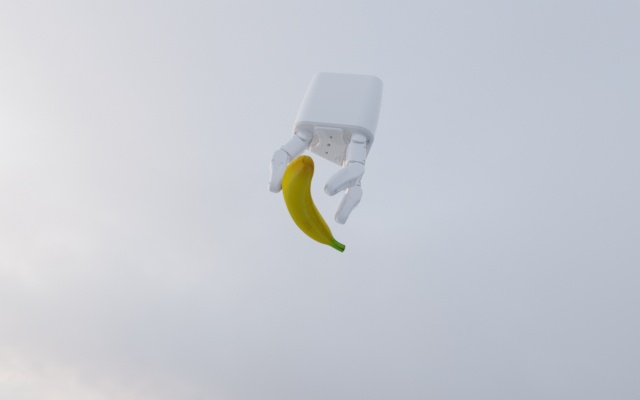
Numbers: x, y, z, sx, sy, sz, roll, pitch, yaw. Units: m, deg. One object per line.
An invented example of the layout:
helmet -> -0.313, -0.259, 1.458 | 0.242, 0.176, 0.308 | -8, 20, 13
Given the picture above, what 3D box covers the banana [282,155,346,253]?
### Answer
banana -> -0.016, 0.002, 0.630 | 0.069, 0.037, 0.198 | 6, -33, 22
